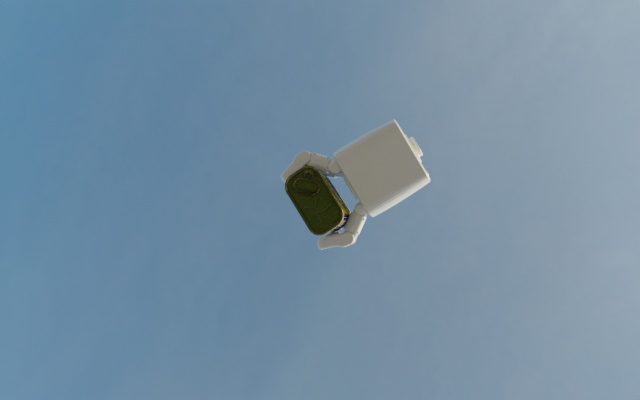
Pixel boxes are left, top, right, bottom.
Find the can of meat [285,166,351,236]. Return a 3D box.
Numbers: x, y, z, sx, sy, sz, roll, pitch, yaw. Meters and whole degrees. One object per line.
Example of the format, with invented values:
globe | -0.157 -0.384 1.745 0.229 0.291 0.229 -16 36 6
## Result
can of meat | 0.000 0.003 0.731 0.057 0.102 0.084 -34 -11 10
